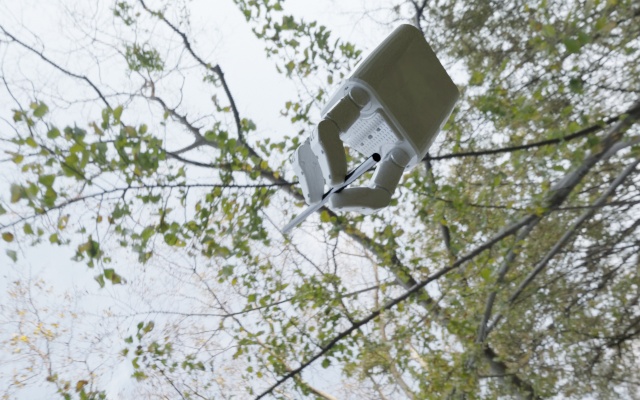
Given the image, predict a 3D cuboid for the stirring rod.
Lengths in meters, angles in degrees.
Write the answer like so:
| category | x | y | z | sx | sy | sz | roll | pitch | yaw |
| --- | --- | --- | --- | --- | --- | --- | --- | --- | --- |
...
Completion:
| category | x | y | z | sx | sy | sz | roll | pitch | yaw |
| --- | --- | --- | --- | --- | --- | --- | --- | --- | --- |
| stirring rod | 0.000 | 0.002 | 0.475 | 0.011 | 0.011 | 0.239 | 0 | -17 | -22 |
